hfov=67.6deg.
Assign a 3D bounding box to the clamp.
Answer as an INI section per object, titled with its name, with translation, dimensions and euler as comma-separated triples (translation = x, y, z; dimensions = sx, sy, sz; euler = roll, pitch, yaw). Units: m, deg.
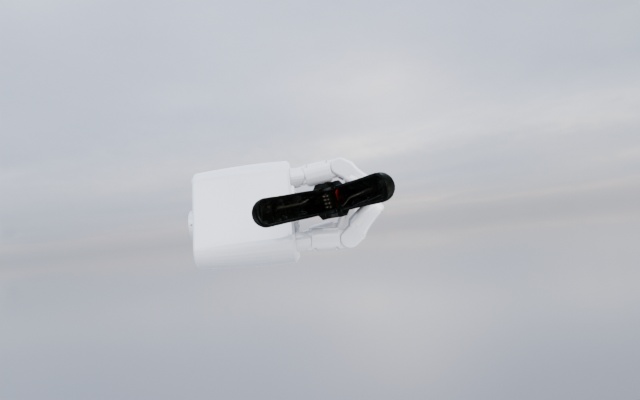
[clamp]
translation = 0.000, 0.001, 0.461
dimensions = 0.120, 0.039, 0.171
euler = -7, -4, -1
